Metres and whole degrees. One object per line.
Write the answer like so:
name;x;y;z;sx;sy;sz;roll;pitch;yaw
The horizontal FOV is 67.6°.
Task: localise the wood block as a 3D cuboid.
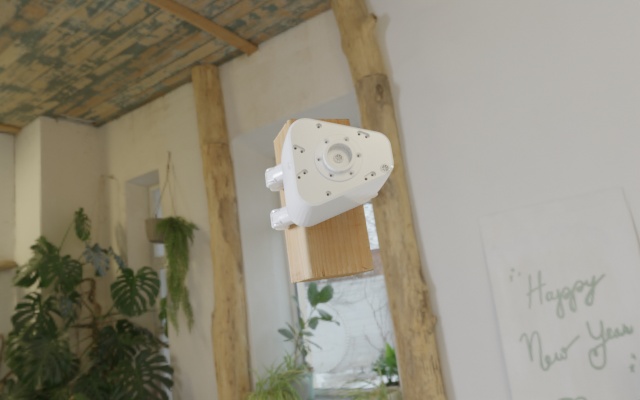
wood block;0.000;0.002;0.651;0.091;0.206;0.090;-4;-12;-20
